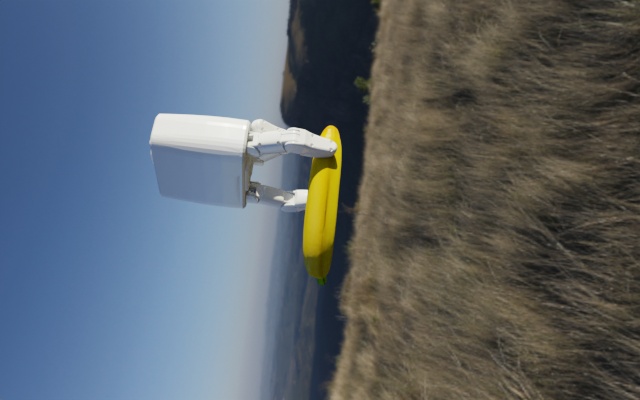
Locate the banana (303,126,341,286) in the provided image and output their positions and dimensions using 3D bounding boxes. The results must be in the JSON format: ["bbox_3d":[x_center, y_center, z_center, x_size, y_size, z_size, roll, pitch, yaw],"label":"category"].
[{"bbox_3d":[0.001,0.005,0.564,0.037,0.198,0.069,6,0,-3],"label":"banana"}]
